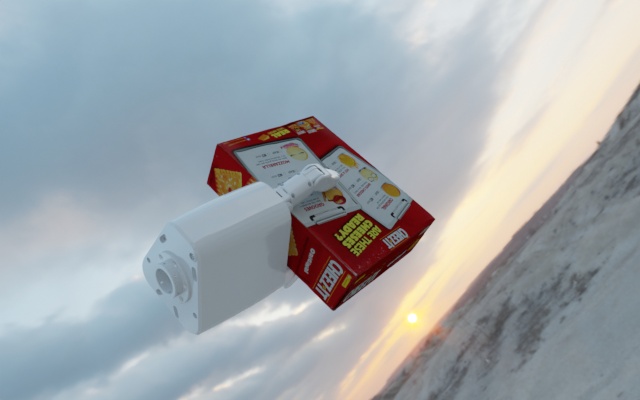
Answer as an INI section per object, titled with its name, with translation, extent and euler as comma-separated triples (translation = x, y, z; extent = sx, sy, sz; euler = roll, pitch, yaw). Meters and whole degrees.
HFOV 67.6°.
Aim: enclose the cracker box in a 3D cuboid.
[cracker box]
translation = 0.000, 0.002, 0.558
extent = 0.213, 0.072, 0.164
euler = 43, 42, 20
